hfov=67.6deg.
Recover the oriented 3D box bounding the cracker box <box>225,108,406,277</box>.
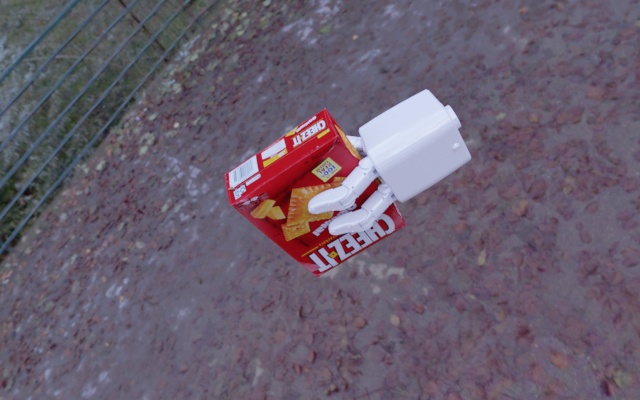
[{"bbox_3d":[0.000,0.002,0.661,0.164,0.072,0.214,-31,-47,13],"label":"cracker box"}]
